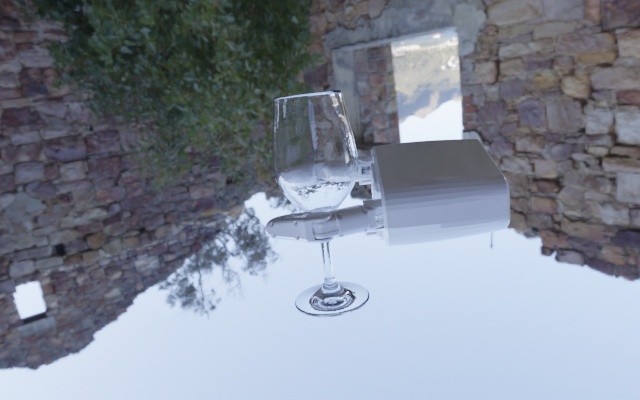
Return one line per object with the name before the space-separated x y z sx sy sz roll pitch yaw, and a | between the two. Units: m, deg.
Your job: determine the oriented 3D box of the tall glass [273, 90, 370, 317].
tall glass | 0.000 0.002 0.448 0.079 0.201 0.079 -7 14 2
